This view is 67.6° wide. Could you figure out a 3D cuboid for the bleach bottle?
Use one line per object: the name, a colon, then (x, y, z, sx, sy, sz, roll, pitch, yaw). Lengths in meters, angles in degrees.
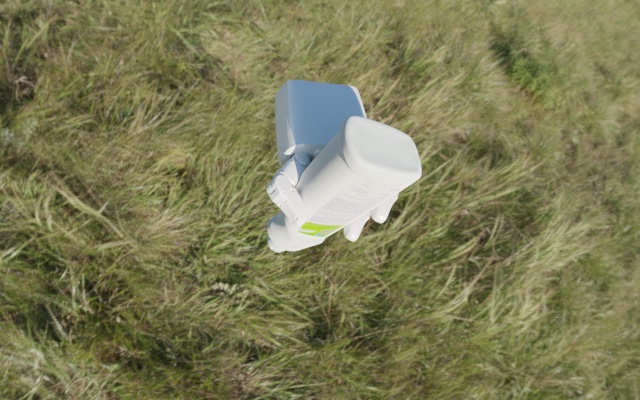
bleach bottle: (0.000, 0.002, 0.573, 0.102, 0.068, 0.251, 11, -33, -32)
